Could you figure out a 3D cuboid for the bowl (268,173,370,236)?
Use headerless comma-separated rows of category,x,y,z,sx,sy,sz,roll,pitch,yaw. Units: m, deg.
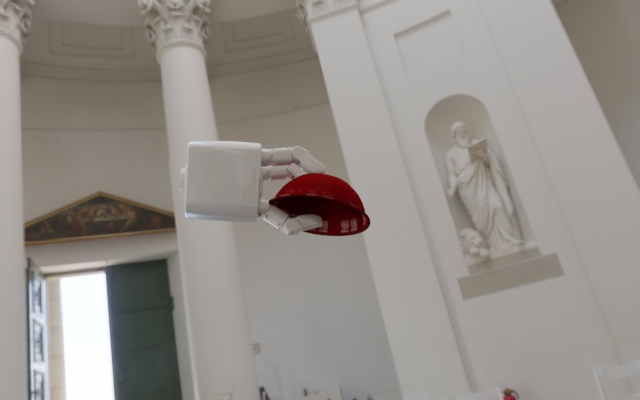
bowl,0.001,0.002,0.740,0.162,0.055,0.162,9,-23,4
